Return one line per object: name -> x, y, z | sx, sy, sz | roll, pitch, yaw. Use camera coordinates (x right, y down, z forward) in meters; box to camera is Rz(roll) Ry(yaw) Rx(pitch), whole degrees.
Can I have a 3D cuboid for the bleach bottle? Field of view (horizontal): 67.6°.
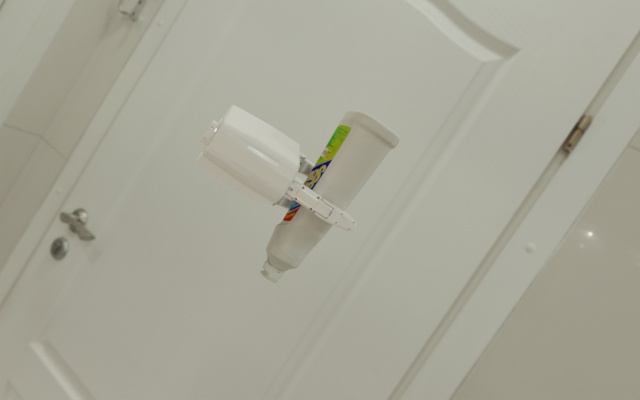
bleach bottle -> 0.000, 0.002, 0.637 | 0.068, 0.251, 0.102 | 32, 4, -18
